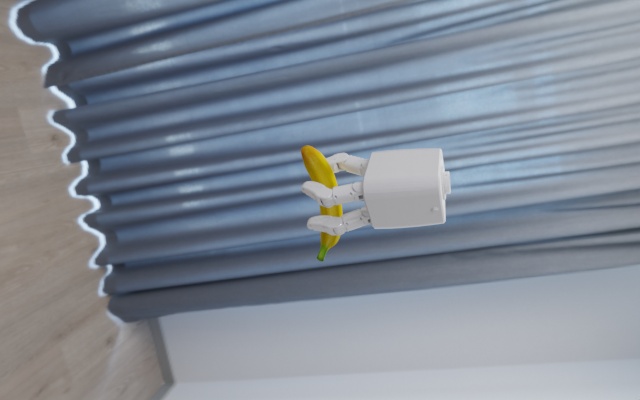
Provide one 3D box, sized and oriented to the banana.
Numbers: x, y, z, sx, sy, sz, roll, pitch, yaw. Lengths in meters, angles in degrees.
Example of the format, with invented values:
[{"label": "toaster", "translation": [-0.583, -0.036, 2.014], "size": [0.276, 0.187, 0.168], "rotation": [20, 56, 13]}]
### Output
[{"label": "banana", "translation": [0.007, -0.003, 0.760], "size": [0.037, 0.198, 0.069], "rotation": [1, 26, 22]}]
